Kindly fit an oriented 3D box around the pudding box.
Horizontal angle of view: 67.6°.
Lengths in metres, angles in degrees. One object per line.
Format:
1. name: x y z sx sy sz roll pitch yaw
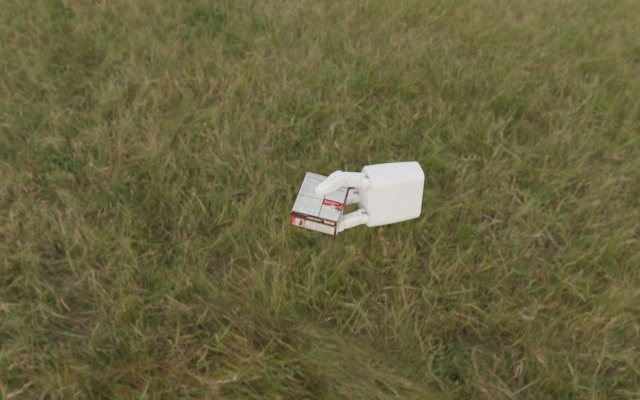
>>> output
1. pudding box: 0.000 0.003 0.881 0.090 0.039 0.113 13 46 6
